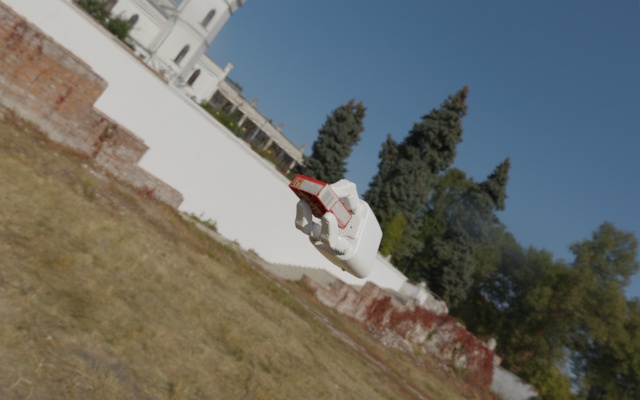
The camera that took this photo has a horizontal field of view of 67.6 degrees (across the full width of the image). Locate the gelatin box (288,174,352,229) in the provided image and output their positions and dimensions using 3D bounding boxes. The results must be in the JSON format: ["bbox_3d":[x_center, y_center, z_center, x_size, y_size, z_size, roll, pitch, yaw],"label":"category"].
[{"bbox_3d":[0.000,0.002,0.757,0.073,0.030,0.089,21,-23,46],"label":"gelatin box"}]
